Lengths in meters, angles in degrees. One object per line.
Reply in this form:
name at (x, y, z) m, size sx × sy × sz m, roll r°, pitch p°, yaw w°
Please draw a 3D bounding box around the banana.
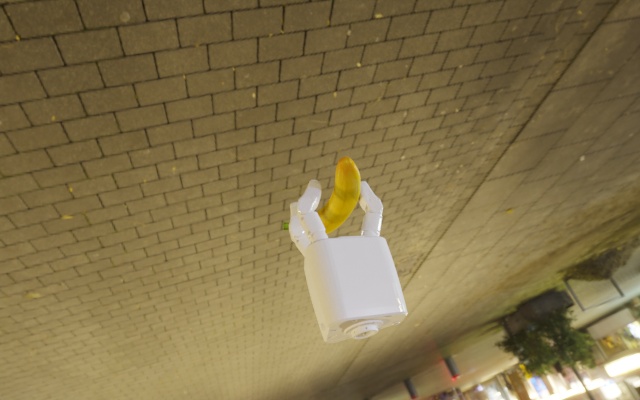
banana at (0.015, 0.007, 0.691) m, size 0.069 × 0.037 × 0.198 m, roll 10°, pitch -36°, yaw -26°
